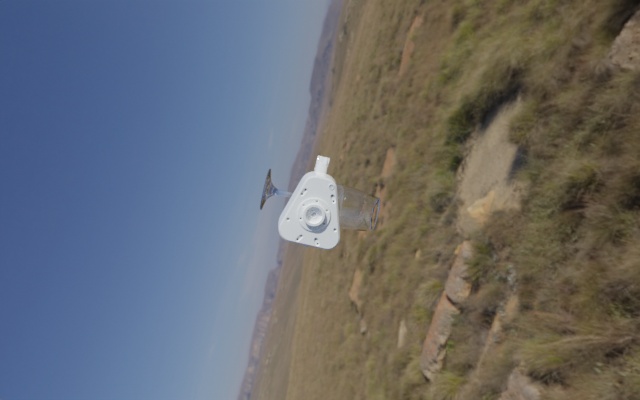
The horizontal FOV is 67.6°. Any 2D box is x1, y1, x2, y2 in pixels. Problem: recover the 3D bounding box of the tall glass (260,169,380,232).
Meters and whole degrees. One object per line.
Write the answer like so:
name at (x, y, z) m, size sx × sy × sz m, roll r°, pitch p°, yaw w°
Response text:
tall glass at (-0.001, 0.003, 0.838) m, size 0.201 × 0.079 × 0.079 m, roll 13°, pitch -1°, yaw -3°
